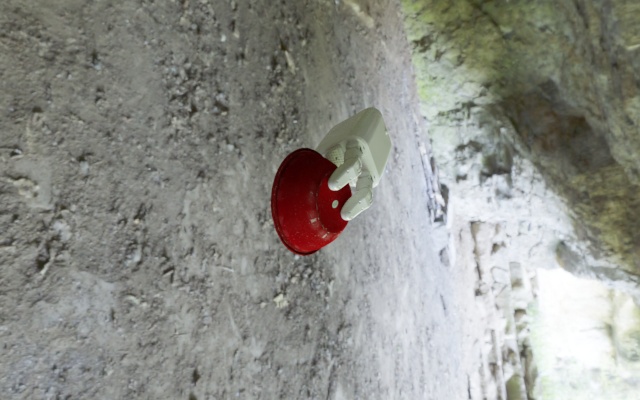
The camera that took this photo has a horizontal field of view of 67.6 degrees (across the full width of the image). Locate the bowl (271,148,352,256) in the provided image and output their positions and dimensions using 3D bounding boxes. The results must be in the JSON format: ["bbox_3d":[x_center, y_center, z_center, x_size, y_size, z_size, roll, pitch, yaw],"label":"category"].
[{"bbox_3d":[0.000,0.003,0.701,0.055,0.162,0.162,1,1,37],"label":"bowl"}]
